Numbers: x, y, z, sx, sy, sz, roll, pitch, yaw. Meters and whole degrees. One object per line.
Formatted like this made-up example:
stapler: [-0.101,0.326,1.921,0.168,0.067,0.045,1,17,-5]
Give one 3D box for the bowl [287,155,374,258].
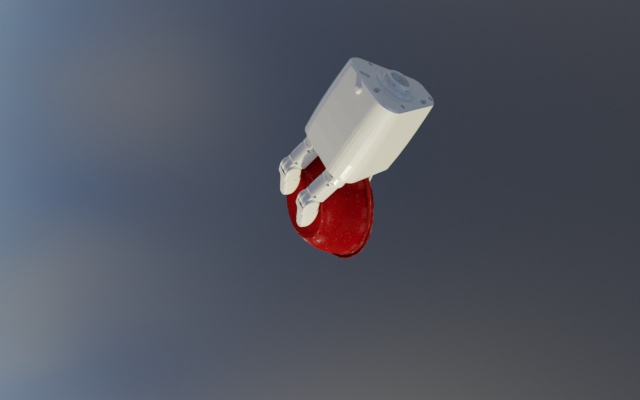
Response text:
bowl: [-0.001,0.003,0.637,0.055,0.162,0.162,-9,5,-32]
